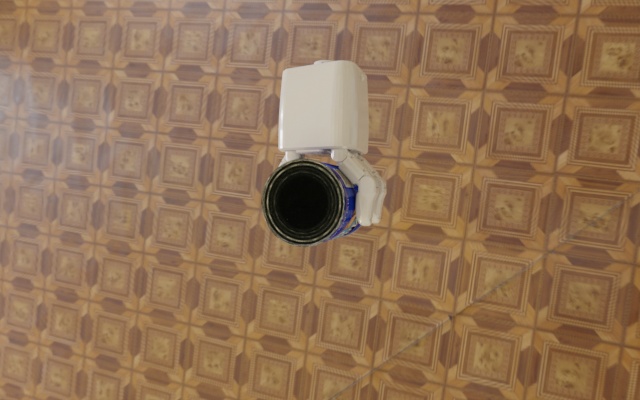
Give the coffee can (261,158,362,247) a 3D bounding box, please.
[{"bbox_3d":[0.000,0.002,0.612,0.103,0.103,0.140,0,1,18],"label":"coffee can"}]
